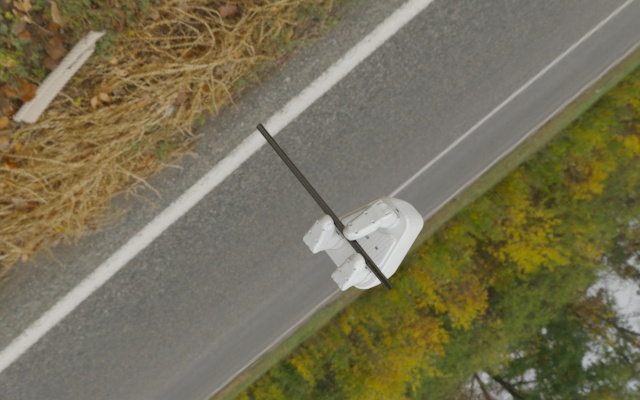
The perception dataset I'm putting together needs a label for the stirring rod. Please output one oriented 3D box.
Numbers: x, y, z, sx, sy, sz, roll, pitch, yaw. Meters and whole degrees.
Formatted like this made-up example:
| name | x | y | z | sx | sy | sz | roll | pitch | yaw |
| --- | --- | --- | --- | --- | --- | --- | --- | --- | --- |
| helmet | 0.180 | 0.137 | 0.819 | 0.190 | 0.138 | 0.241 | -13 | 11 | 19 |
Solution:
| name | x | y | z | sx | sy | sz | roll | pitch | yaw |
| --- | --- | --- | --- | --- | --- | --- | --- | --- | --- |
| stirring rod | 0.000 | 0.002 | 0.527 | 0.011 | 0.239 | 0.011 | -35 | -17 | -13 |
